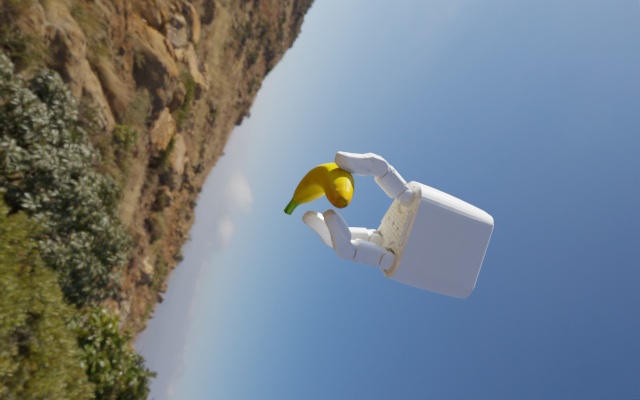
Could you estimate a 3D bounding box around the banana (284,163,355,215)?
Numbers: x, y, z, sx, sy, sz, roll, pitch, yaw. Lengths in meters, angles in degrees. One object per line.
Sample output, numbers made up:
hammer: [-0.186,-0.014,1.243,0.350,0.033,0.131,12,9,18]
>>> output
banana: [0.005,-0.015,0.586,0.037,0.069,0.198,24,-12,-15]
